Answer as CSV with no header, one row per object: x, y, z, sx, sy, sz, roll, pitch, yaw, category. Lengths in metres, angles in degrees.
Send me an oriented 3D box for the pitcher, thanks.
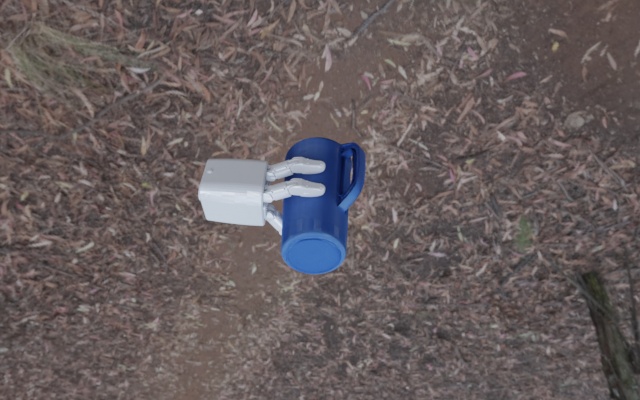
0.000,0.003,0.856,0.145,0.149,0.242,6,44,-4,pitcher
